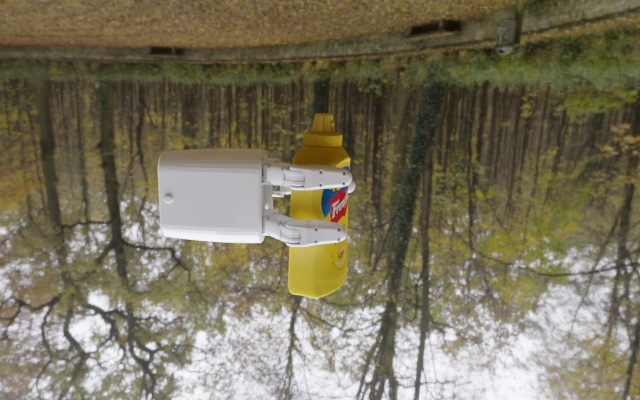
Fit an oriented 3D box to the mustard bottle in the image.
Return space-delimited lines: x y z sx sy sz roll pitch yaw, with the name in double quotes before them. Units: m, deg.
"mustard bottle" 0.000 0.002 0.524 0.058 0.192 0.096 7 14 24
